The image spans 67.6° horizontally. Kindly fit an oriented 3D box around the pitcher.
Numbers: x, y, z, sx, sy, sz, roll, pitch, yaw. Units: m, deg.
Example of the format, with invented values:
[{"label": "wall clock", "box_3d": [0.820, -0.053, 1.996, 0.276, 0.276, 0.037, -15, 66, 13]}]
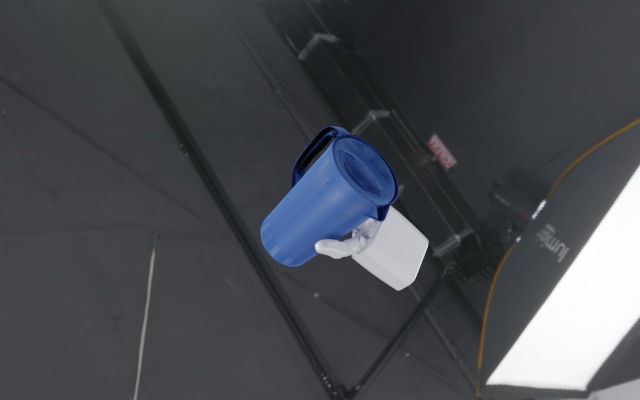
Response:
[{"label": "pitcher", "box_3d": [0.000, 0.003, 0.806, 0.145, 0.149, 0.243, 37, -51, -15]}]
